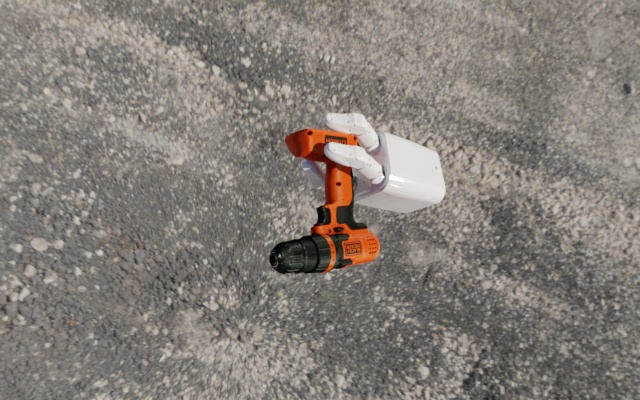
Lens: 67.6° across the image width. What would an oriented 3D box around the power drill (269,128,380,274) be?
[{"bbox_3d":[0.000,0.002,0.640,0.057,0.187,0.184,-10,-6,44],"label":"power drill"}]
